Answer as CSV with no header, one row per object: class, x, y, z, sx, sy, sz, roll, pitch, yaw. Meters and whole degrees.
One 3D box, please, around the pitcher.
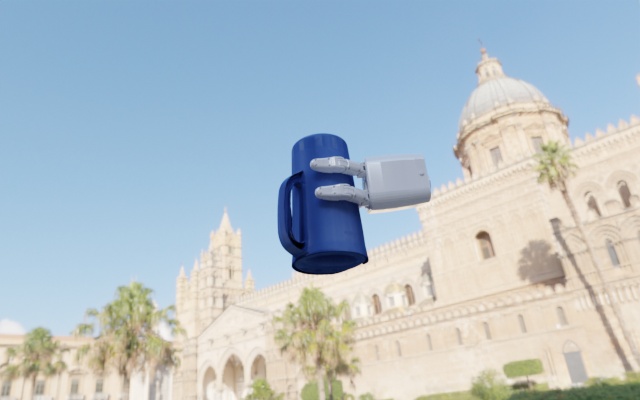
pitcher,0.000,0.003,0.855,0.145,0.242,0.149,-6,-24,1
